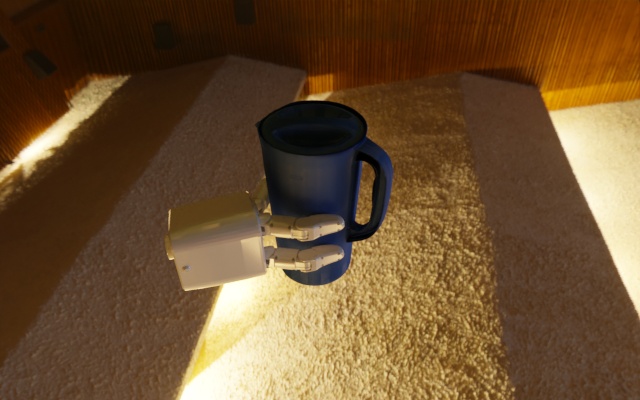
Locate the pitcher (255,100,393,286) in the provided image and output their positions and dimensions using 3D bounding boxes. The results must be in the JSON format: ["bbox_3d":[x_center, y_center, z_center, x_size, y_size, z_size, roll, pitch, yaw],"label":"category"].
[{"bbox_3d":[0.000,0.002,0.641,0.145,0.243,0.149,-11,40,-12],"label":"pitcher"}]
